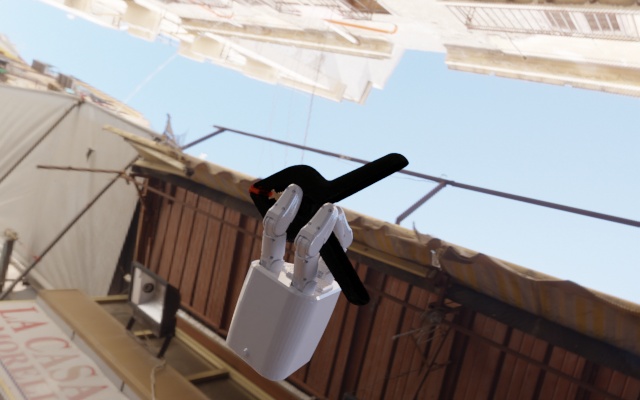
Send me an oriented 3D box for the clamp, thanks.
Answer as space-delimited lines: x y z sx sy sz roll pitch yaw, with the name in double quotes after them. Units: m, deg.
0.000 0.002 0.552 0.210 0.164 0.036 26 7 38 "clamp"
